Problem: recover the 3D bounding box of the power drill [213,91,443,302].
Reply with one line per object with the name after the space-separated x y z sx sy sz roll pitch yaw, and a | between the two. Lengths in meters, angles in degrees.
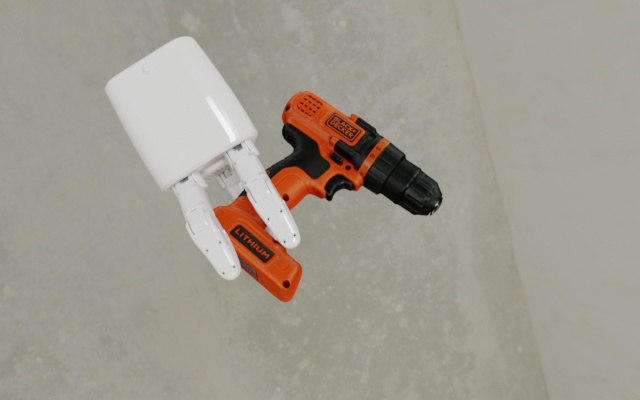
0.000 0.002 0.454 0.184 0.187 0.057 36 -23 13 | power drill
